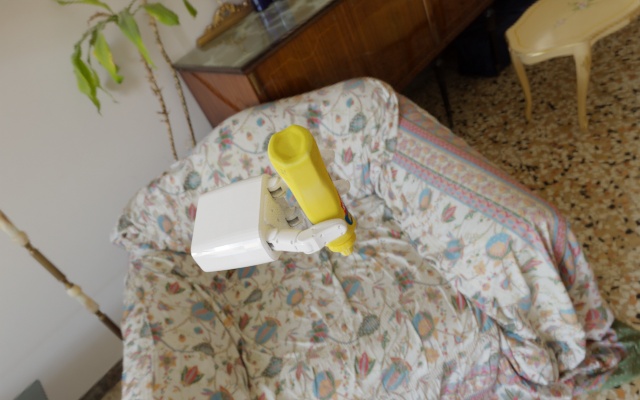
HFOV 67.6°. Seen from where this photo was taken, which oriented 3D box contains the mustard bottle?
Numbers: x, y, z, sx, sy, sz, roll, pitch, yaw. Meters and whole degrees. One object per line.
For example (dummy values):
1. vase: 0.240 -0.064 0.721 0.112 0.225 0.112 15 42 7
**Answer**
1. mustard bottle: 0.000 0.002 0.610 0.058 0.192 0.096 -28 35 0
